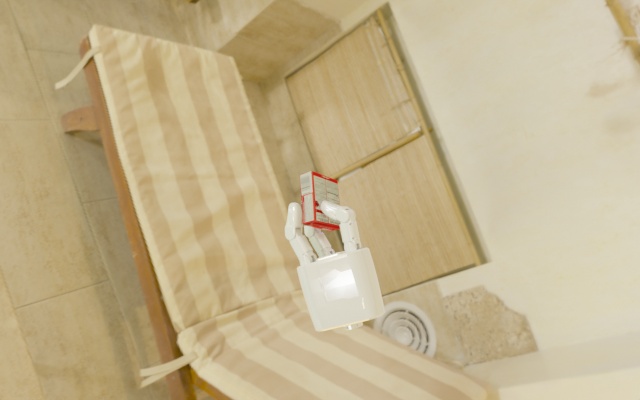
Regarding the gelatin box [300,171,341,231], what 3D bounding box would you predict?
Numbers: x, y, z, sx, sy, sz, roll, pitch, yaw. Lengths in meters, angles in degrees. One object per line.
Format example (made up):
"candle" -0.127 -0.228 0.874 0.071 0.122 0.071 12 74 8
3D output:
"gelatin box" 0.000 0.002 0.796 0.030 0.089 0.073 -16 -20 35
